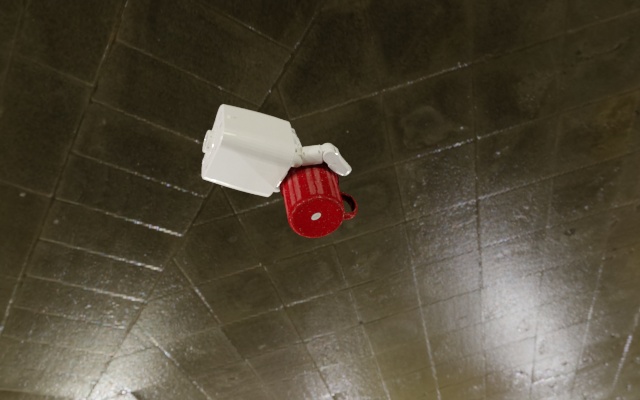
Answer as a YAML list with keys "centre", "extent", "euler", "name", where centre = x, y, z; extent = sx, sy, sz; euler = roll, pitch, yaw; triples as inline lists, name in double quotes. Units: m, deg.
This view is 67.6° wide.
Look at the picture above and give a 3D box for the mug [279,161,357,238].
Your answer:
- centre: [0.001, 0.003, 0.705]
  extent: [0.117, 0.093, 0.081]
  euler: [13, 36, -21]
  name: "mug"
